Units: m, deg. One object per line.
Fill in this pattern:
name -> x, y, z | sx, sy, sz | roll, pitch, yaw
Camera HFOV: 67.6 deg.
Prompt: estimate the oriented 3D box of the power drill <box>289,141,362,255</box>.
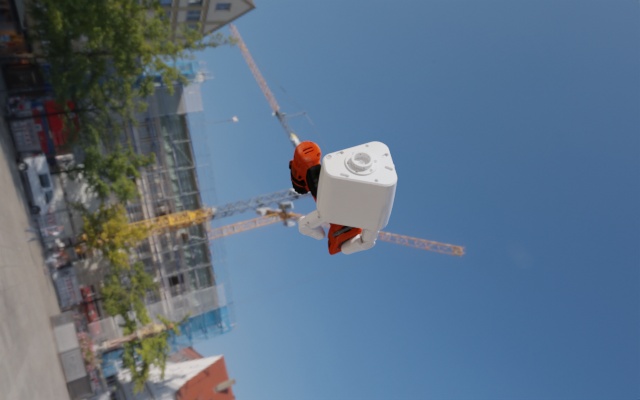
power drill -> 0.000, 0.003, 0.873 | 0.057, 0.187, 0.184 | -27, -15, -12
